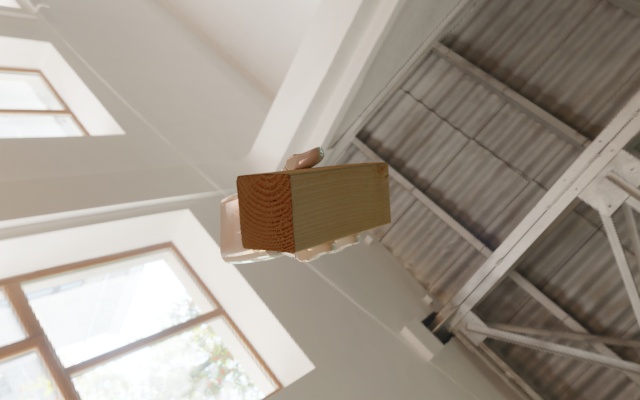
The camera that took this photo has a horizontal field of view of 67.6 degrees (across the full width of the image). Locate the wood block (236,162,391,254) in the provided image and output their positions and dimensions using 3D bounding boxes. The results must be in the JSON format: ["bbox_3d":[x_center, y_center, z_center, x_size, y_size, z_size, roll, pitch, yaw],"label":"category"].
[{"bbox_3d":[0.000,0.002,0.625,0.090,0.091,0.206,0,8,39],"label":"wood block"}]
